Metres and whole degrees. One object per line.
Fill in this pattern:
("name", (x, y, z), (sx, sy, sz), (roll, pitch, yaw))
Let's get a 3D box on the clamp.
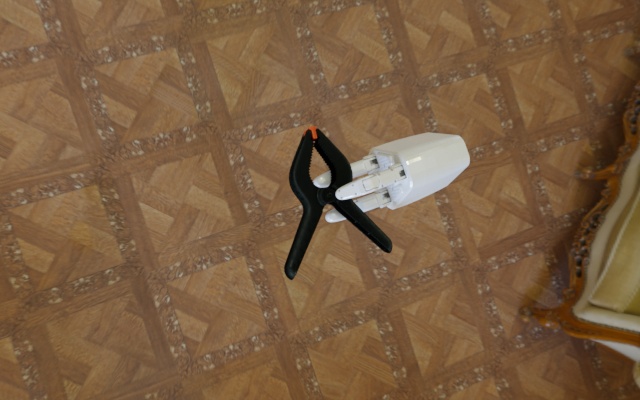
("clamp", (0.000, 0.002, 0.675), (0.164, 0.210, 0.036), (-20, 1, -20))
